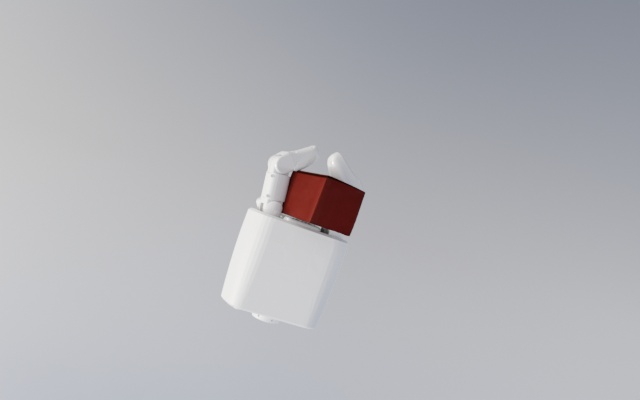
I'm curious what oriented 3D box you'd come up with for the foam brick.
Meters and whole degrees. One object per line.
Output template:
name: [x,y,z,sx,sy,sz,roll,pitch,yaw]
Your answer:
foam brick: [0.000,0.002,0.513,0.053,0.051,0.078,22,-4,-31]
